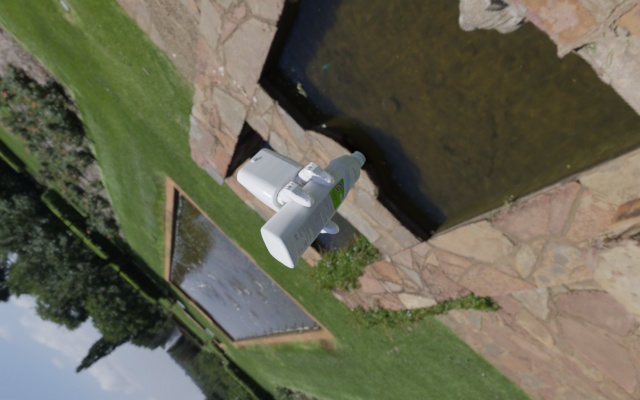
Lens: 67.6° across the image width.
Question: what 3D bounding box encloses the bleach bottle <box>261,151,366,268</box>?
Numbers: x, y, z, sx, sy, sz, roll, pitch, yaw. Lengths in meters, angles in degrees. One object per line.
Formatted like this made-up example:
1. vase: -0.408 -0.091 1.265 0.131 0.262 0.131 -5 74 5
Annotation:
1. bleach bottle: 0.000 0.003 0.895 0.068 0.250 0.103 29 -27 29
